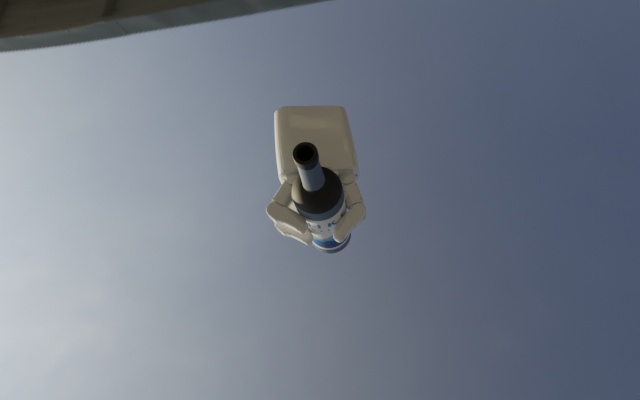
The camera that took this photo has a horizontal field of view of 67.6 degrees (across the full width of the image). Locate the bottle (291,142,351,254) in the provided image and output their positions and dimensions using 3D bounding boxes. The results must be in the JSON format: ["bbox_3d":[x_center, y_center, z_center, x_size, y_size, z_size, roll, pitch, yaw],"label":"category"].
[{"bbox_3d":[0.000,0.002,0.643,0.069,0.069,0.296,0,-21,7],"label":"bottle"}]
